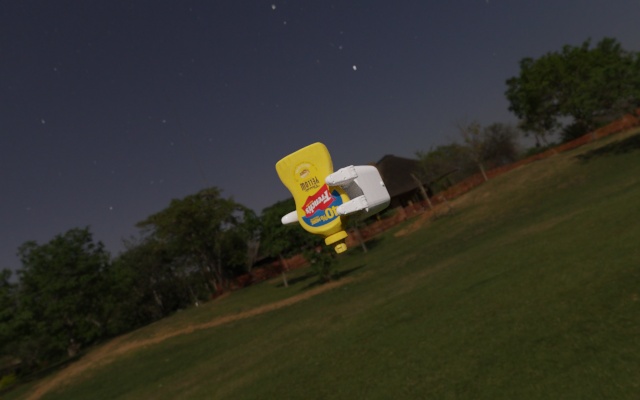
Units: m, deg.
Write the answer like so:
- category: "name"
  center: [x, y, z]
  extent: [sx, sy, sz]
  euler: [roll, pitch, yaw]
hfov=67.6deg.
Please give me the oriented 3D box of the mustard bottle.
- category: "mustard bottle"
  center: [0.000, 0.003, 0.840]
  extent: [0.096, 0.191, 0.058]
  euler: [-25, -6, 10]
